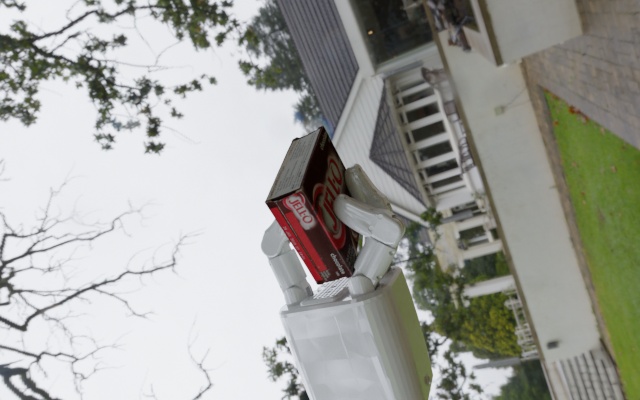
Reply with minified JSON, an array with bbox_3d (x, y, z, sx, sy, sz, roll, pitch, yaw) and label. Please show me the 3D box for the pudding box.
[{"bbox_3d":[0.000,0.001,0.409,0.039,0.090,0.113,-19,28,18],"label":"pudding box"}]
